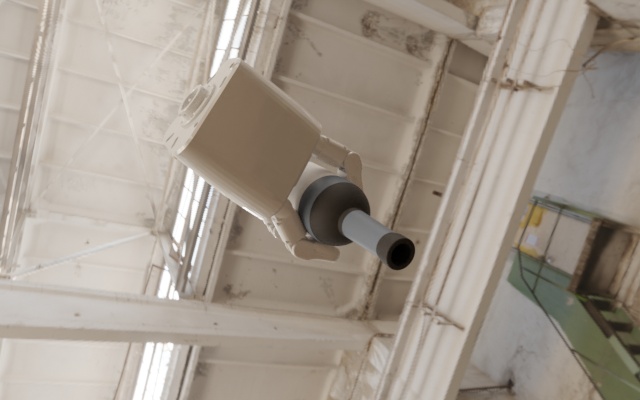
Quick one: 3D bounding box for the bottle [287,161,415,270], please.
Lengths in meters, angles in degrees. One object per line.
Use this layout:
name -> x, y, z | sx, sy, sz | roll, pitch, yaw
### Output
bottle -> 0.000, 0.002, 0.500 | 0.069, 0.069, 0.295 | 0, 16, -27
